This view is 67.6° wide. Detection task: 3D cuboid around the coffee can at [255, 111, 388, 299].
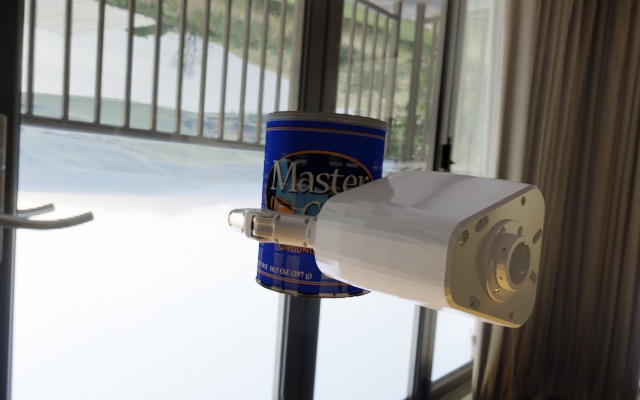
[{"bbox_3d":[0.000,0.001,0.406,0.103,0.140,0.103,4,4,0],"label":"coffee can"}]
